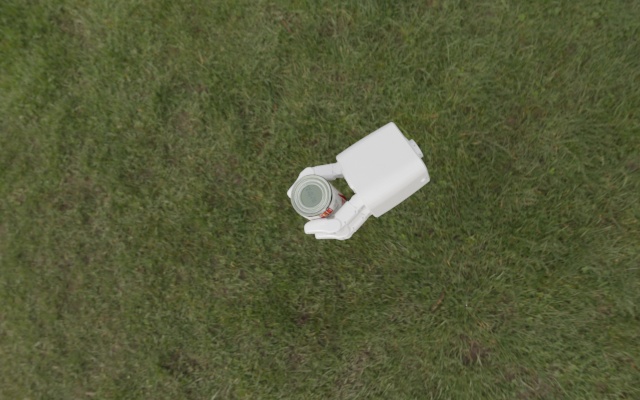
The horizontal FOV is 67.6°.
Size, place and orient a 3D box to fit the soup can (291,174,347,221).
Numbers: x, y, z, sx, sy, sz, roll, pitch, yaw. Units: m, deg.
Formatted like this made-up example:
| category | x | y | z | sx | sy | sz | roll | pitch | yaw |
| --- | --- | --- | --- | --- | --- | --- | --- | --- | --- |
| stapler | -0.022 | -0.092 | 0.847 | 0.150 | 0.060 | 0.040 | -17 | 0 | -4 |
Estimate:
| category | x | y | z | sx | sy | sz | roll | pitch | yaw |
| --- | --- | --- | --- | --- | --- | --- | --- | --- | --- |
| soup can | 0.000 | 0.003 | 0.762 | 0.068 | 0.068 | 0.102 | 0 | -12 | 17 |
